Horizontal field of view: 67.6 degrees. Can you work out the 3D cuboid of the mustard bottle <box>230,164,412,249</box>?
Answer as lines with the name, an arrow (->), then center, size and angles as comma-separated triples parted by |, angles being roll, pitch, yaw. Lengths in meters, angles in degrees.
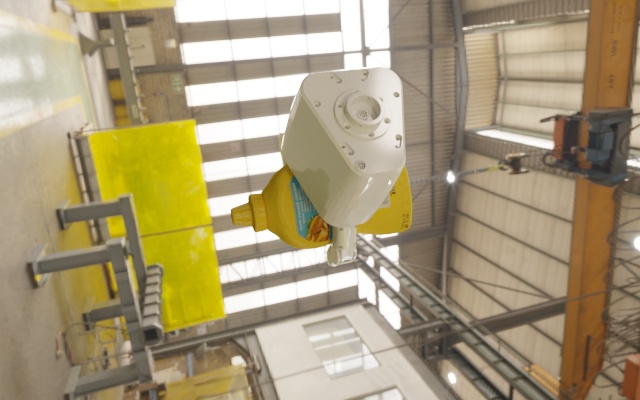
mustard bottle -> 0.000, 0.002, 0.515 | 0.191, 0.096, 0.058 | -10, 3, -15
